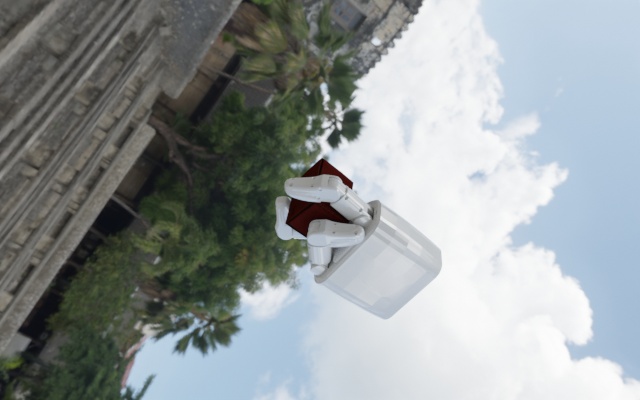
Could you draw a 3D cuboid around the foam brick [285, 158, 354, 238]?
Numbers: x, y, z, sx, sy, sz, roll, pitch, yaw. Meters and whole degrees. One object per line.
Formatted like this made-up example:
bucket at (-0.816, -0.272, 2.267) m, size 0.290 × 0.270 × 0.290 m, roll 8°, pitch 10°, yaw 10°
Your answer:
foam brick at (0.000, 0.002, 0.553) m, size 0.051 × 0.078 × 0.053 m, roll 35°, pitch -50°, yaw -21°
